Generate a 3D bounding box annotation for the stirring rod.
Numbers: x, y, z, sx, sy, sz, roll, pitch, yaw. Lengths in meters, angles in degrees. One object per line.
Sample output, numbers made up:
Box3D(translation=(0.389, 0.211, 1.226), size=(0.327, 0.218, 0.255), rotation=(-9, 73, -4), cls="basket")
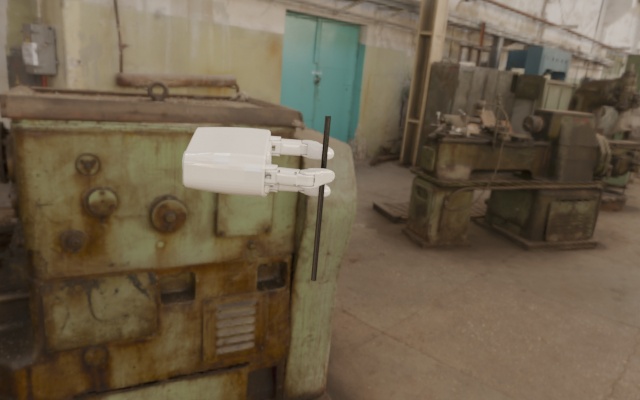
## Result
Box3D(translation=(0.000, 0.002, 0.674), size=(0.011, 0.239, 0.011), rotation=(5, 16, -1), cls="stirring rod")
